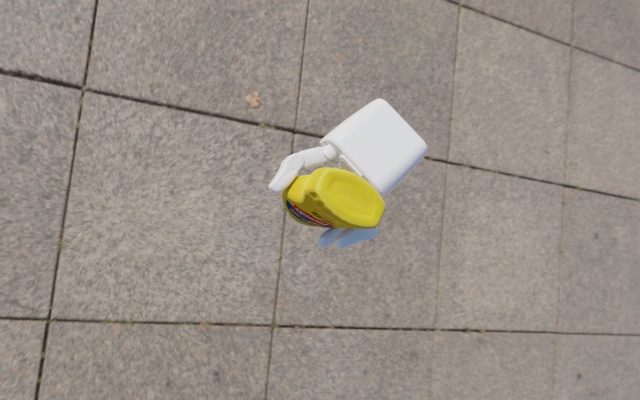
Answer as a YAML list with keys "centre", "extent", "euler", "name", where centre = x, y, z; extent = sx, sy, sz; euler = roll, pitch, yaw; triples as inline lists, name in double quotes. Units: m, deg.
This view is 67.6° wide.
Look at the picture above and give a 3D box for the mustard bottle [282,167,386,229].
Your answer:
- centre: [0.000, 0.002, 0.638]
  extent: [0.096, 0.058, 0.191]
  euler: [29, -14, -19]
  name: "mustard bottle"
